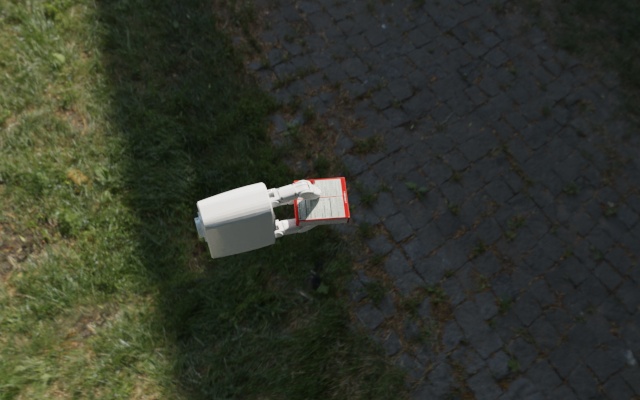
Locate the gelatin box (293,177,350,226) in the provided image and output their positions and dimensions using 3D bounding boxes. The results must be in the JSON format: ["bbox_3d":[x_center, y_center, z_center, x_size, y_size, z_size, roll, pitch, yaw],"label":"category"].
[{"bbox_3d":[0.000,0.002,0.795,0.089,0.073,0.030,-4,-22,-5],"label":"gelatin box"}]
